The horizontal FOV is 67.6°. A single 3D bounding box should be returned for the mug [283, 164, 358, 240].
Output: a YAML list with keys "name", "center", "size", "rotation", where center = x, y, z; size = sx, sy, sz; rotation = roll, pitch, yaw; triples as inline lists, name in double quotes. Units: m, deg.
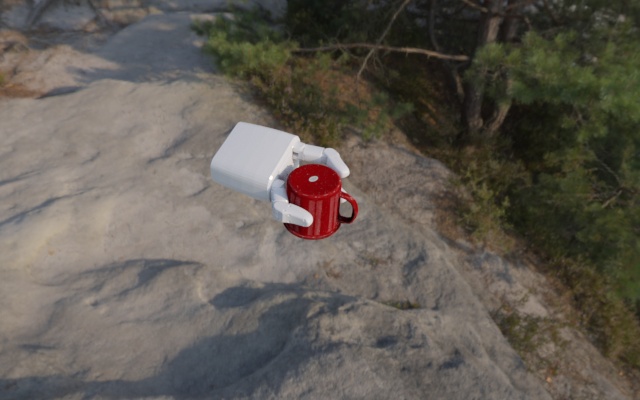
- name: "mug"
  center: [0.001, 0.003, 0.720]
  size: [0.117, 0.082, 0.093]
  rotation: [17, 44, 14]
